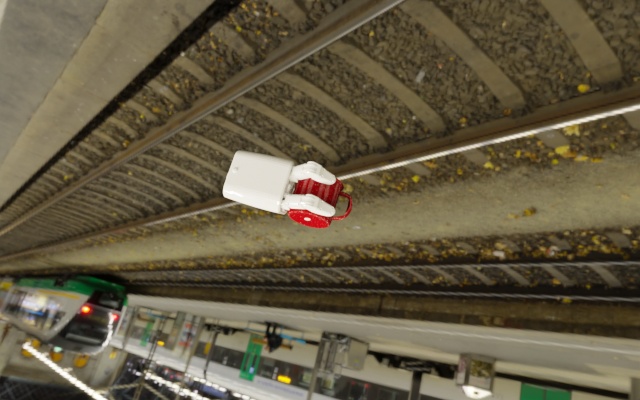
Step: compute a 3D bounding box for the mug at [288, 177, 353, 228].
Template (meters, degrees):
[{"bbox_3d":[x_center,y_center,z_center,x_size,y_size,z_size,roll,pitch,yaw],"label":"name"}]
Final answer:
[{"bbox_3d":[0.001,0.003,0.875,0.117,0.081,0.093,14,-20,6],"label":"mug"}]
